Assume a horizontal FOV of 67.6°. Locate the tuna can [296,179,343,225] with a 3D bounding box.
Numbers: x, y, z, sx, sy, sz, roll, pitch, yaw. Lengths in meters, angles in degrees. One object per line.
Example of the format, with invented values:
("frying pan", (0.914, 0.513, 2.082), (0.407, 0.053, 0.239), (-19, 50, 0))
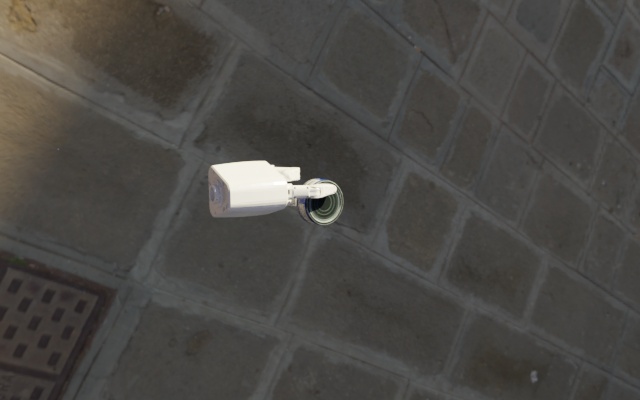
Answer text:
("tuna can", (0.001, 0.003, 0.888), (0.086, 0.086, 0.034), (0, 5, -34))
